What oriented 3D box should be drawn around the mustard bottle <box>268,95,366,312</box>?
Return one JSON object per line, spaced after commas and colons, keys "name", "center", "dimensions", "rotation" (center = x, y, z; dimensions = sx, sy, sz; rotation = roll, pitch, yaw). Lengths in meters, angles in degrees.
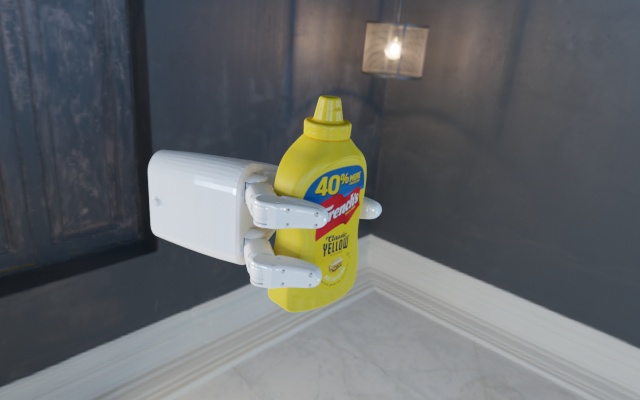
{"name": "mustard bottle", "center": [0.000, 0.002, 0.438], "dimensions": [0.096, 0.192, 0.058], "rotation": [-14, 28, -41]}
